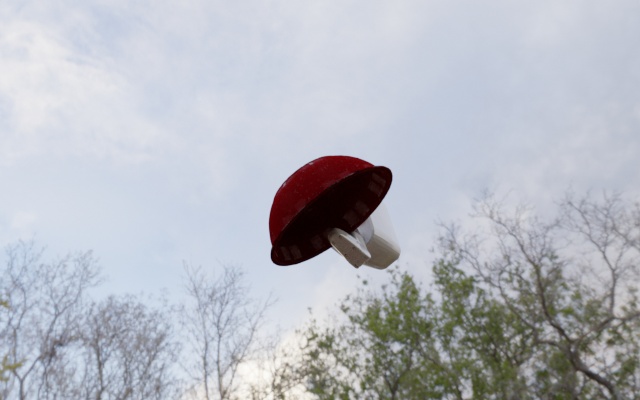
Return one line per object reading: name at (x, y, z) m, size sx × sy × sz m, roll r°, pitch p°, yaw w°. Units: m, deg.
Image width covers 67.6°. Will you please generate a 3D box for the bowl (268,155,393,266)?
bowl at (0.000, 0.001, 0.526) m, size 0.162 × 0.055 × 0.162 m, roll -32°, pitch -22°, yaw -15°
